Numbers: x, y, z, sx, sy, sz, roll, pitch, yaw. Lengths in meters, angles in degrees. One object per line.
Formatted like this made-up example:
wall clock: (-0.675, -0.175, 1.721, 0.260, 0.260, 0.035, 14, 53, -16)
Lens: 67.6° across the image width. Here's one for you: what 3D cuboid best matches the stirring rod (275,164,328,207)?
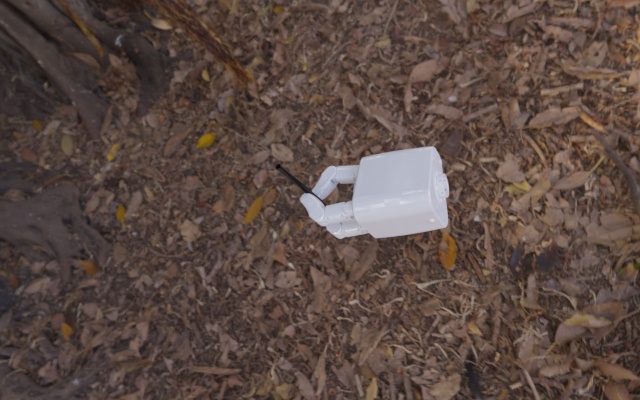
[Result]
stirring rod: (0.000, 0.002, 0.724, 0.011, 0.011, 0.240, 0, -23, 30)
